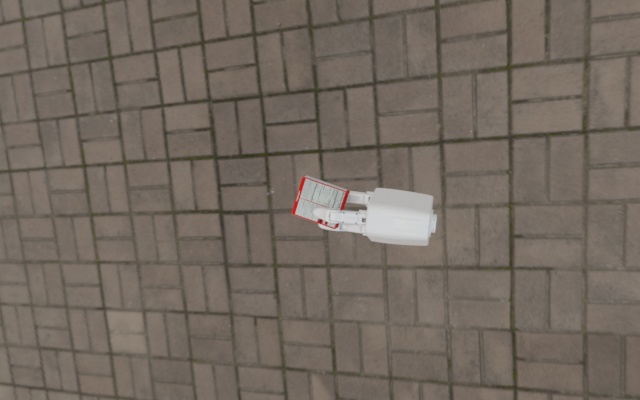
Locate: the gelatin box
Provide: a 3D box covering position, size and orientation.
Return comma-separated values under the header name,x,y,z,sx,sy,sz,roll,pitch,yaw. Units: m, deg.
name,x,y,z,sx,sy,sz,roll,pitch,yaw
gelatin box,0.000,0.003,0.862,0.089,0.073,0.030,19,12,8
